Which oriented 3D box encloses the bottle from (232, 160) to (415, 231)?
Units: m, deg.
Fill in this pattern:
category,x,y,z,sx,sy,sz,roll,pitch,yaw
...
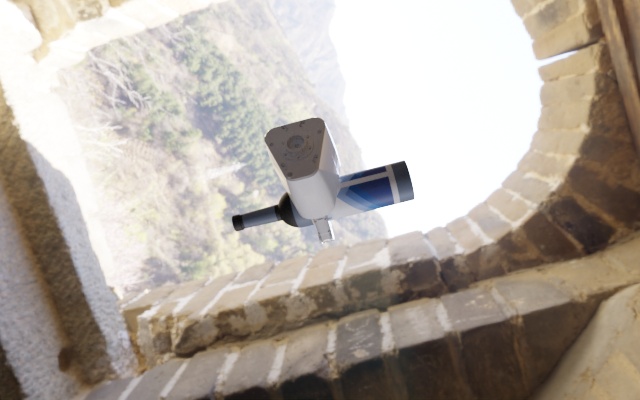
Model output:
category,x,y,z,sx,sy,sz,roll,pitch,yaw
bottle,0.000,0.003,0.776,0.296,0.069,0.069,-14,-1,5
